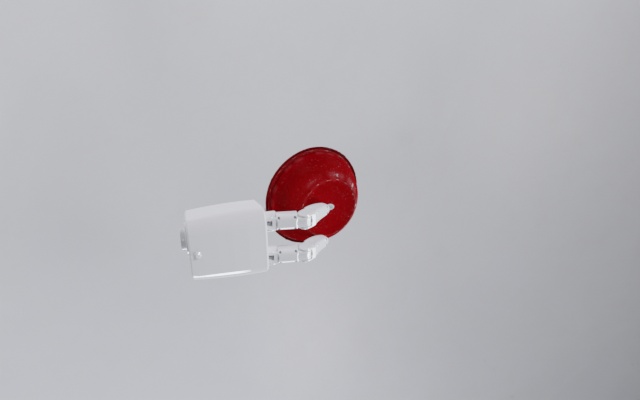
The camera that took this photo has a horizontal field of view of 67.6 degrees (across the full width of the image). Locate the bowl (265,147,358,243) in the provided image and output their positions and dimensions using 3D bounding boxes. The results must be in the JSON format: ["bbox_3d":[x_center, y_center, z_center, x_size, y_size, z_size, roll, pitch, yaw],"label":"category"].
[{"bbox_3d":[0.001,0.002,0.731,0.162,0.162,0.055,0,21,-31],"label":"bowl"}]
